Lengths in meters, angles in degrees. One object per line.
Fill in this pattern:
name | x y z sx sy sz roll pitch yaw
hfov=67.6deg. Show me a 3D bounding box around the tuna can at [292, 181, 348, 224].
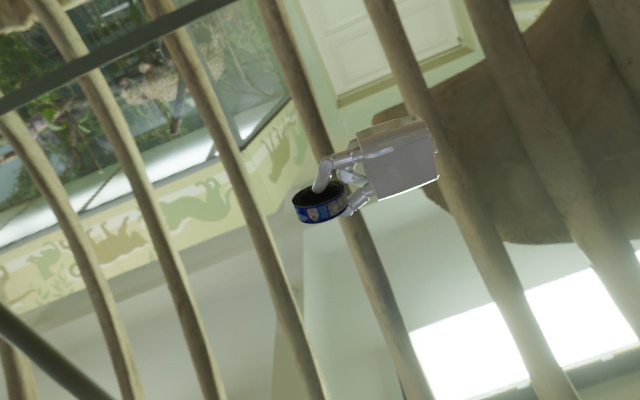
tuna can | 0.000 0.003 0.758 0.086 0.034 0.086 -15 23 7
